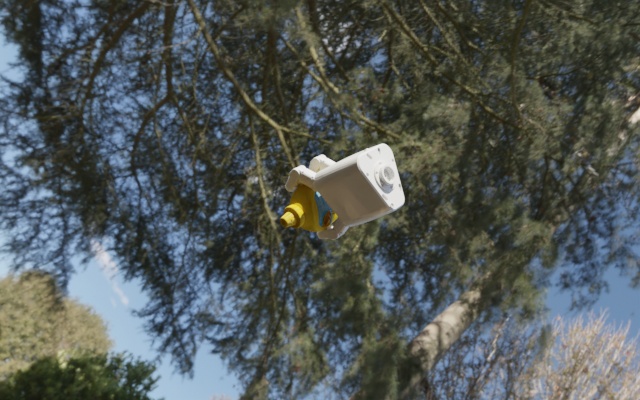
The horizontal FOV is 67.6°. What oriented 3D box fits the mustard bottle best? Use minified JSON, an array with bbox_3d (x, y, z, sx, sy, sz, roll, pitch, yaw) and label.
[{"bbox_3d":[0.000,0.003,0.865,0.058,0.096,0.191,11,29,40],"label":"mustard bottle"}]
